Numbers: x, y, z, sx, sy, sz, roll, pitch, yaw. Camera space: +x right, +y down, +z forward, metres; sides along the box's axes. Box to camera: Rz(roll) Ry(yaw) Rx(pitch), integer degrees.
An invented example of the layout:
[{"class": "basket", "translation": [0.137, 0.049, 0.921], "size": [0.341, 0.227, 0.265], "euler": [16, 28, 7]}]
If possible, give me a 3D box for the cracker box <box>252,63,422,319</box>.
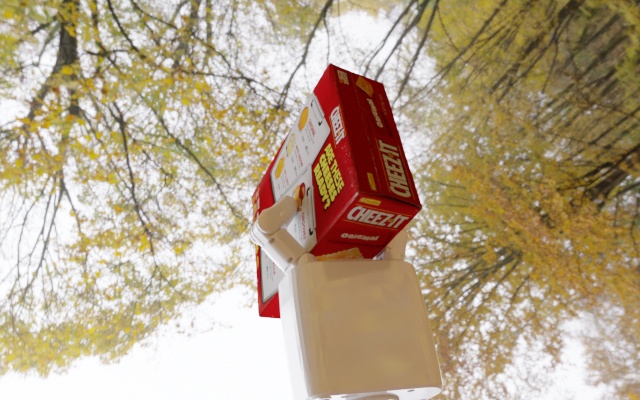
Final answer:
[{"class": "cracker box", "translation": [0.000, 0.002, 0.484], "size": [0.072, 0.164, 0.214], "euler": [12, -42, -25]}]
